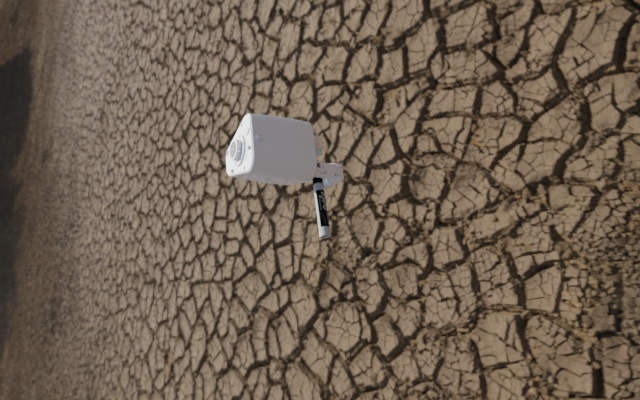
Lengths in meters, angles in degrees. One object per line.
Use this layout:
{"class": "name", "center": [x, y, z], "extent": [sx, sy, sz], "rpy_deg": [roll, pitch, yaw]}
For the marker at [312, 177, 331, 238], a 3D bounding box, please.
{"class": "marker", "center": [0.000, 0.003, 0.793], "extent": [0.020, 0.121, 0.020], "rpy_deg": [-7, -20, -3]}
